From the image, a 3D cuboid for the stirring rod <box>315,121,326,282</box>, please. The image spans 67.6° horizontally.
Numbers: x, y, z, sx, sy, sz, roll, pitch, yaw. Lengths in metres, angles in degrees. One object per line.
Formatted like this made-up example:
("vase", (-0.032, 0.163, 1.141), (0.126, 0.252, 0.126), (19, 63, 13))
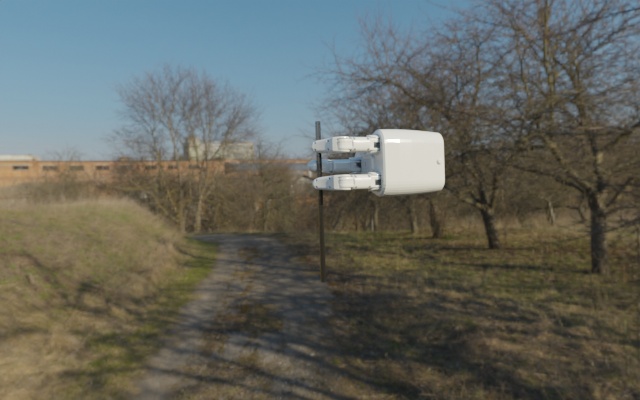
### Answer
("stirring rod", (0.000, 0.002, 0.715), (0.011, 0.239, 0.011), (-2, 1, 0))
